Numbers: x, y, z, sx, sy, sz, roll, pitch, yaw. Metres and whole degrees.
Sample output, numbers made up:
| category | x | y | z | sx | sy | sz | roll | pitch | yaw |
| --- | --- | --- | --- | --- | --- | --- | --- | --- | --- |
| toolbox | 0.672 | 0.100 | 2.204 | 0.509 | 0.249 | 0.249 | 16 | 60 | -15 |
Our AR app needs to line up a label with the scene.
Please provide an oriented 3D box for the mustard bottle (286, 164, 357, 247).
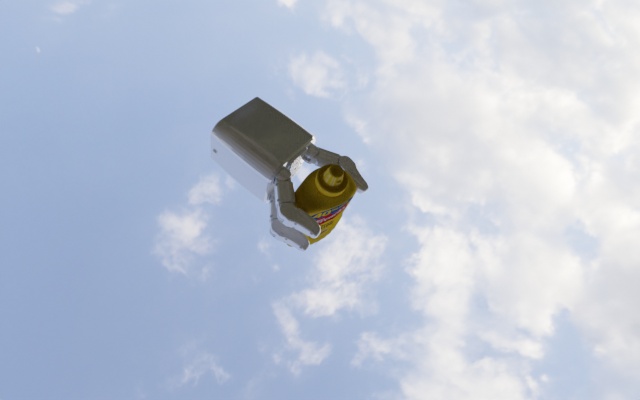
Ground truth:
| category | x | y | z | sx | sy | sz | roll | pitch | yaw |
| --- | --- | --- | --- | --- | --- | --- | --- | --- | --- |
| mustard bottle | 0.000 | 0.003 | 0.659 | 0.096 | 0.058 | 0.192 | -23 | -17 | -21 |
